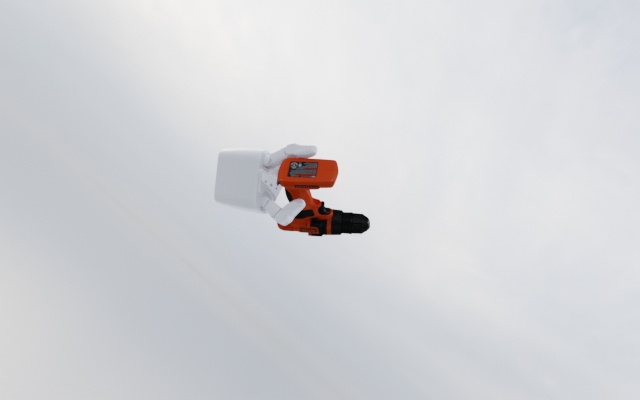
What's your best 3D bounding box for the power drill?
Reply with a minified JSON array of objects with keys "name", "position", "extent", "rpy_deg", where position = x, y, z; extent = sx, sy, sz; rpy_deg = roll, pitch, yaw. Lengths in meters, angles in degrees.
[{"name":"power drill","position":[0.000,0.003,0.885],"extent":[0.184,0.057,0.188],"rpy_deg":[2,-37,6]}]
